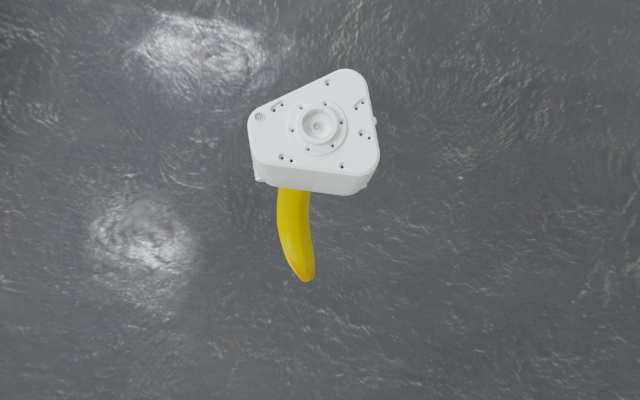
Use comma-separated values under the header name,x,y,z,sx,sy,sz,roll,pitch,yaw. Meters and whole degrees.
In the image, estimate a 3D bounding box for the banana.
name,x,y,z,sx,sy,sz,roll,pitch,yaw
banana,-0.017,-0.006,0.566,0.069,0.197,0.037,16,-8,-2
